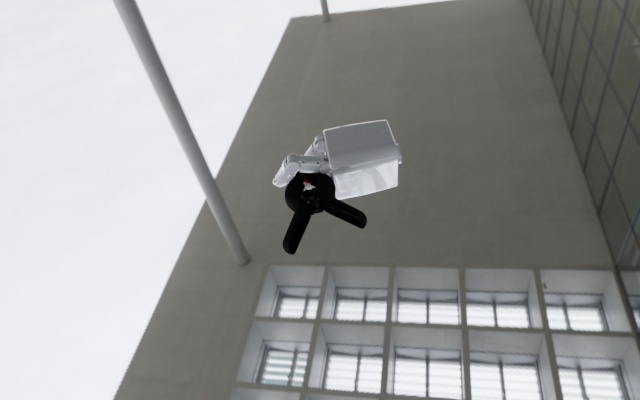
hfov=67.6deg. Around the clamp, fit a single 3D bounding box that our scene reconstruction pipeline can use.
[{"bbox_3d":[0.000,0.003,0.706,0.120,0.039,0.171,-10,43,2],"label":"clamp"}]
